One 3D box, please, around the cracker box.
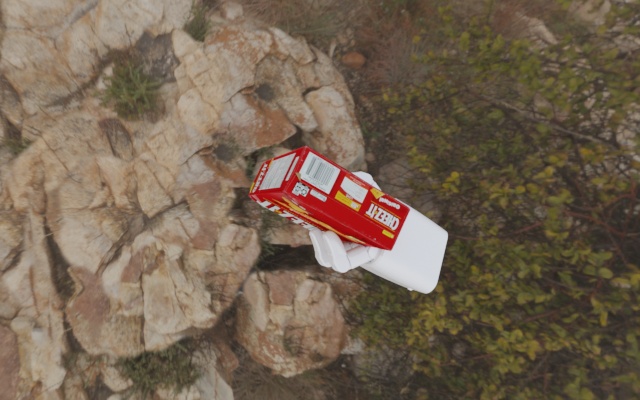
[{"bbox_3d":[0.000,0.002,0.681,0.164,0.072,0.213,29,-11,-17],"label":"cracker box"}]
